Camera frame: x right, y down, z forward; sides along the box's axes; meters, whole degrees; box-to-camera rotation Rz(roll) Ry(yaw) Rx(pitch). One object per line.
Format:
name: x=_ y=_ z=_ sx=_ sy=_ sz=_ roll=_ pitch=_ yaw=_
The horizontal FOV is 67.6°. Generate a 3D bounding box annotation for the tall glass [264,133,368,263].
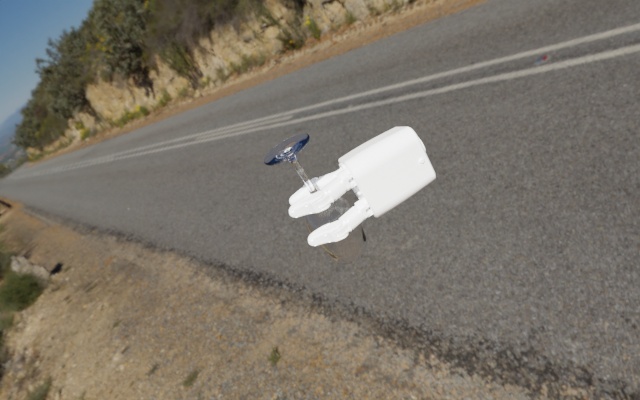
tall glass: x=0.000 y=0.002 z=0.715 sx=0.079 sy=0.201 sz=0.079 roll=-25 pitch=27 yaw=14
